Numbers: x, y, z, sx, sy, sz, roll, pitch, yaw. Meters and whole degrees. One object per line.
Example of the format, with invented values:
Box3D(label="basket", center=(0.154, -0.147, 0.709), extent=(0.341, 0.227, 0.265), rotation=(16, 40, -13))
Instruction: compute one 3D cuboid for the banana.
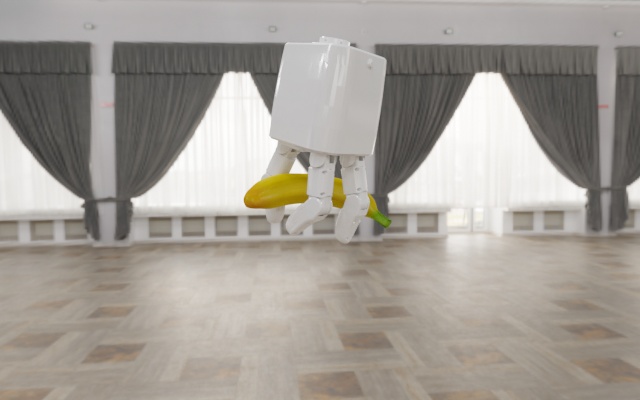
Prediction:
Box3D(label="banana", center=(-0.005, -0.006, 0.560), extent=(0.198, 0.037, 0.069), rotation=(8, 24, -32))
